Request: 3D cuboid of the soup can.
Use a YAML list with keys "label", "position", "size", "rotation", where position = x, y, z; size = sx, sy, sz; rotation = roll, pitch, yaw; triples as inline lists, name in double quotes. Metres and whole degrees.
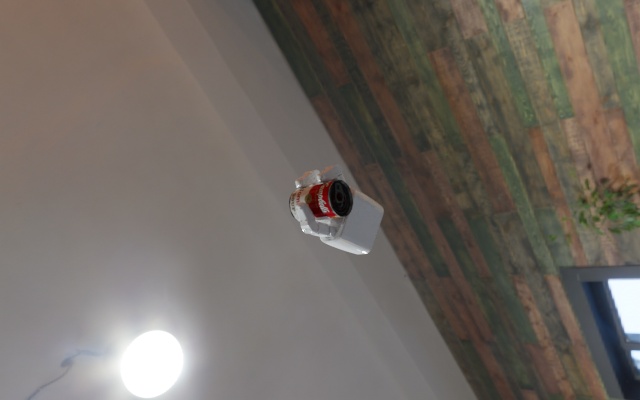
- label: "soup can"
  position: [0.000, 0.003, 0.885]
  size: [0.102, 0.068, 0.068]
  rotation: [-11, -7, 41]
